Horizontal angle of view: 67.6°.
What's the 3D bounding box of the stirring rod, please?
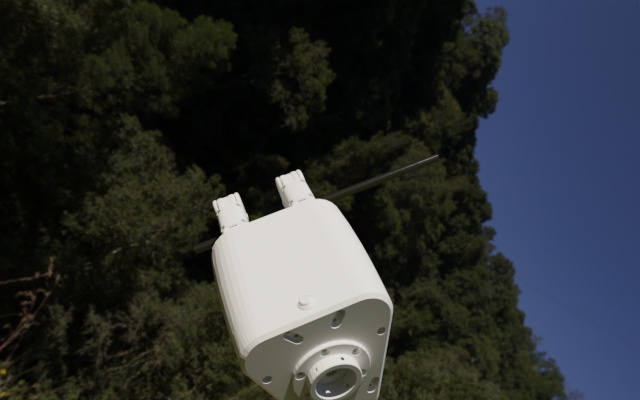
[{"bbox_3d":[0.000,0.002,0.440,0.239,0.011,0.011,-21,3,-8],"label":"stirring rod"}]
